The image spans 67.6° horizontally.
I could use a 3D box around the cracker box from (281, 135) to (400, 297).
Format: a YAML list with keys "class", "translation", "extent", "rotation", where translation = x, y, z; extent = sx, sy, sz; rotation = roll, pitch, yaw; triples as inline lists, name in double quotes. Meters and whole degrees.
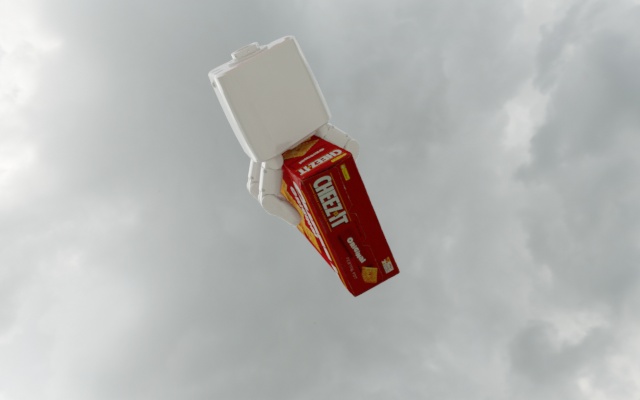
- class: "cracker box"
  translation: [0.000, 0.002, 0.613]
  extent: [0.072, 0.164, 0.213]
  rotation: [-29, 25, -9]
